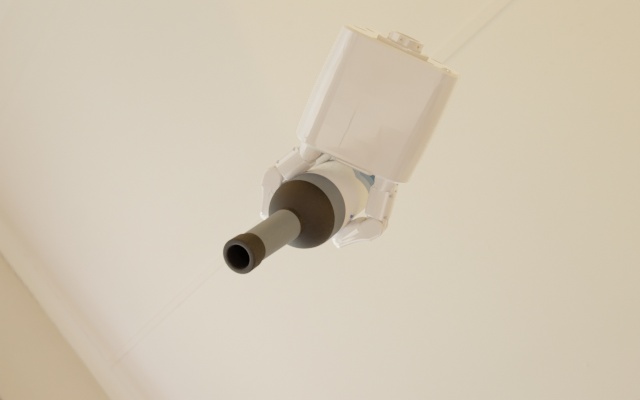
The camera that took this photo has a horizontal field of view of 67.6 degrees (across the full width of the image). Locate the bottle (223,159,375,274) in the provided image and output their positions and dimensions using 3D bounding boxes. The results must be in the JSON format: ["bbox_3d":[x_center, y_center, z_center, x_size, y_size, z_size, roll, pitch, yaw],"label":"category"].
[{"bbox_3d":[0.000,0.002,0.468,0.069,0.069,0.295,0,15,24],"label":"bottle"}]
